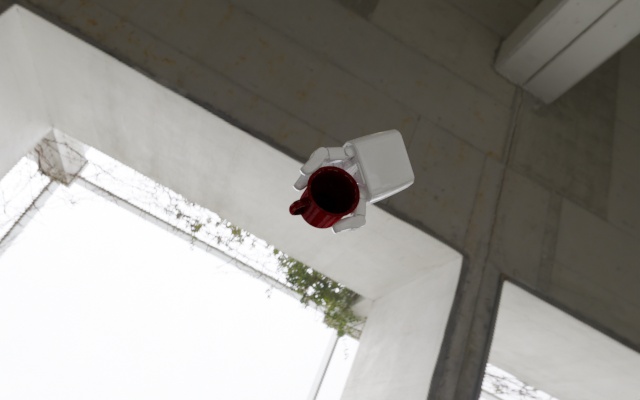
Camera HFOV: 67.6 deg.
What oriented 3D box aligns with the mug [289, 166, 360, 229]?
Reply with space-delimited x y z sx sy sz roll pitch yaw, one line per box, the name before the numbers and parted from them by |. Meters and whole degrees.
mug | -0.001 0.003 0.821 0.117 0.093 0.081 -18 -16 -25
